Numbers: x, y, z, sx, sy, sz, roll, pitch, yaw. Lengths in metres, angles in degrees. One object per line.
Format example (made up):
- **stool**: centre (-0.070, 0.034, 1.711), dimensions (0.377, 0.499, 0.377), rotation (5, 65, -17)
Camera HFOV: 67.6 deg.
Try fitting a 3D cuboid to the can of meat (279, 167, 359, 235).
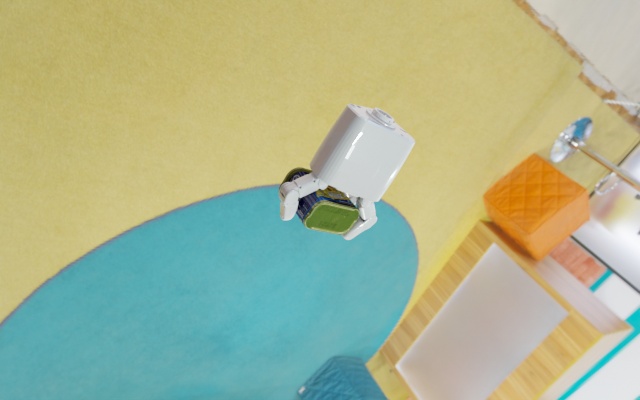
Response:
- **can of meat**: centre (0.000, 0.003, 0.724), dimensions (0.102, 0.057, 0.084), rotation (13, 29, -43)
